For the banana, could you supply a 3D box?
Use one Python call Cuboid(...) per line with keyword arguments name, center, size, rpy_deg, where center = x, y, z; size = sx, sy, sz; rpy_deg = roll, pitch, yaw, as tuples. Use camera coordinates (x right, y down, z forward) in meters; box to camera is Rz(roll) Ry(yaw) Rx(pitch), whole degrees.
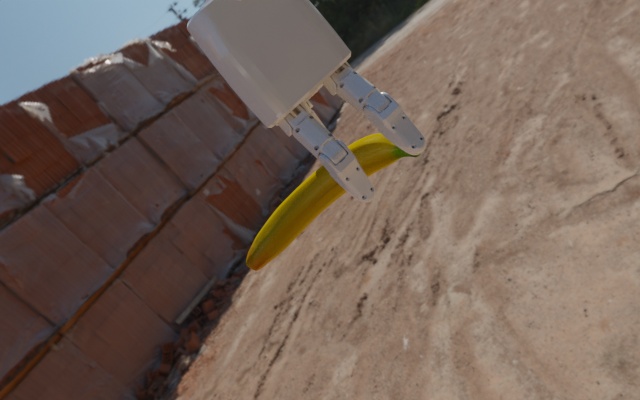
Cuboid(name="banana", center=(0.003, -0.007, 0.460), size=(0.198, 0.037, 0.069), rpy_deg=(-38, 15, 14))
